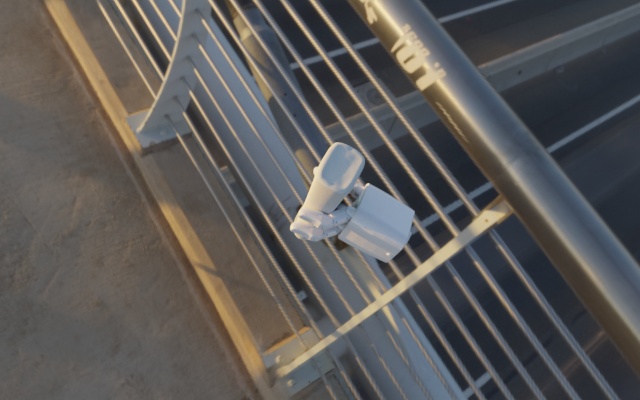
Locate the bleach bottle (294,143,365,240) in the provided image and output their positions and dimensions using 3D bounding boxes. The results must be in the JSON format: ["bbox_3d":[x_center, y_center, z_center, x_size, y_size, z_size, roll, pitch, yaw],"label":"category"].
[{"bbox_3d":[0.000,0.003,0.893,0.068,0.102,0.251,30,-32,-1],"label":"bleach bottle"}]
